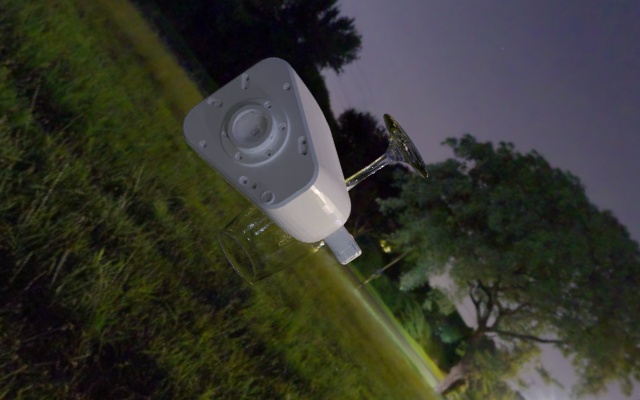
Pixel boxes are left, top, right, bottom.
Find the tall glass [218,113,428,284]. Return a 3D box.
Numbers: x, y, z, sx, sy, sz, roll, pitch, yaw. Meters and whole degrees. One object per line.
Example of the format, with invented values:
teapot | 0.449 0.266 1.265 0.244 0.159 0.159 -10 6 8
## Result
tall glass | 0.001 0.001 0.467 0.201 0.079 0.079 -34 -2 3
